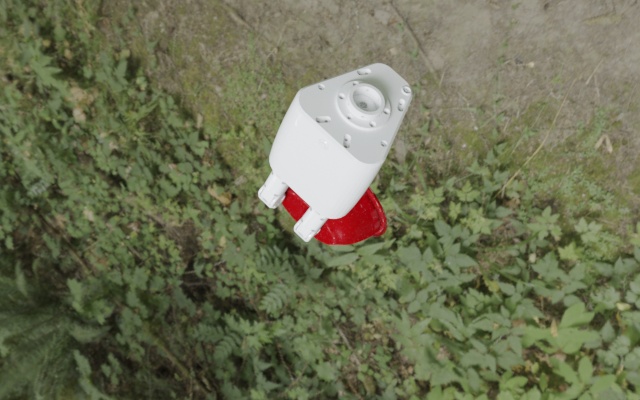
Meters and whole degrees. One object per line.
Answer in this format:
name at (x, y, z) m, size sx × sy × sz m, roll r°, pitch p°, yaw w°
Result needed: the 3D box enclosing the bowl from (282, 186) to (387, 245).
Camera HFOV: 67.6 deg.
bowl at (0.000, 0.003, 0.572) m, size 0.055 × 0.162 × 0.162 m, roll -45°, pitch 17°, yaw -18°
